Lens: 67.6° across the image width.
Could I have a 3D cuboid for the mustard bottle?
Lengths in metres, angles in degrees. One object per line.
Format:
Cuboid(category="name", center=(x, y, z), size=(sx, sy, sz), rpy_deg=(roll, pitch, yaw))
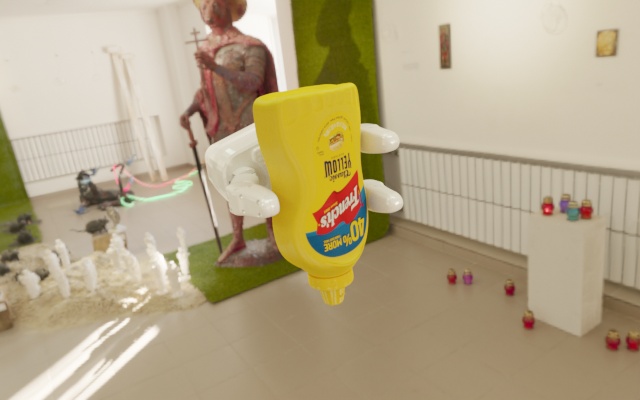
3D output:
Cuboid(category="mustard bottle", center=(0.000, 0.001, 0.410), size=(0.058, 0.192, 0.096), rpy_deg=(8, 23, 41))
